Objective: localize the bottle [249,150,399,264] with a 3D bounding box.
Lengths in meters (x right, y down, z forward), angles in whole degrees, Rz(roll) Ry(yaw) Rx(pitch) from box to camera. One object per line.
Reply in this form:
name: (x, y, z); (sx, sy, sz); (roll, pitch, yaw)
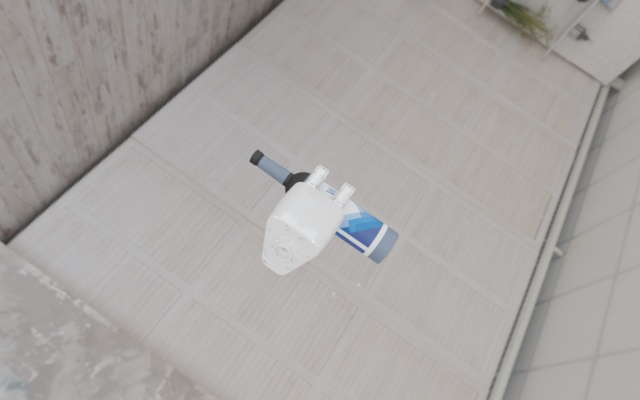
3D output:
bottle: (0.000, 0.003, 0.856); (0.295, 0.069, 0.069); (35, 1, 2)
